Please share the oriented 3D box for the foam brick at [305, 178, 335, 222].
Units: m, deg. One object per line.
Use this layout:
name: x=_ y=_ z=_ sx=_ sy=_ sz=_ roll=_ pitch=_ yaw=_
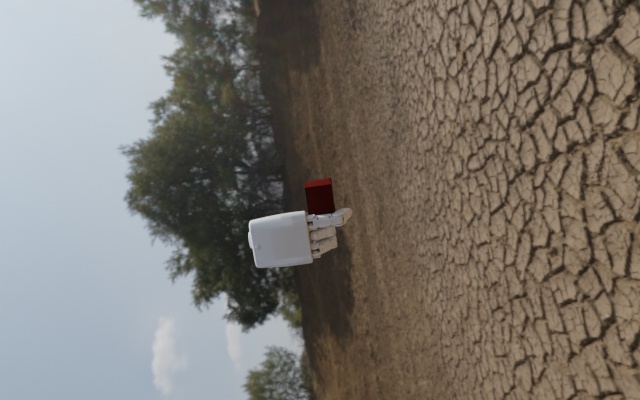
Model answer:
foam brick: x=0.000 y=0.003 z=0.900 sx=0.051 sy=0.078 sz=0.053 roll=-7 pitch=14 yaw=2
